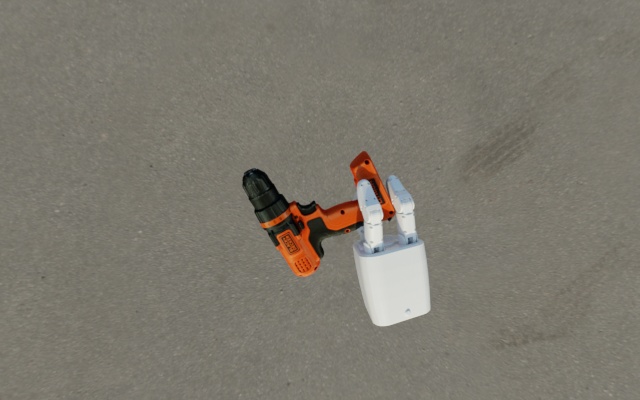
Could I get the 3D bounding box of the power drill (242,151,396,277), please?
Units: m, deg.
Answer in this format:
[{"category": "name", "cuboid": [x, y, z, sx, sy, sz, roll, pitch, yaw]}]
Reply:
[{"category": "power drill", "cuboid": [0.001, 0.002, 0.701, 0.187, 0.184, 0.057, -27, 20, 7]}]
